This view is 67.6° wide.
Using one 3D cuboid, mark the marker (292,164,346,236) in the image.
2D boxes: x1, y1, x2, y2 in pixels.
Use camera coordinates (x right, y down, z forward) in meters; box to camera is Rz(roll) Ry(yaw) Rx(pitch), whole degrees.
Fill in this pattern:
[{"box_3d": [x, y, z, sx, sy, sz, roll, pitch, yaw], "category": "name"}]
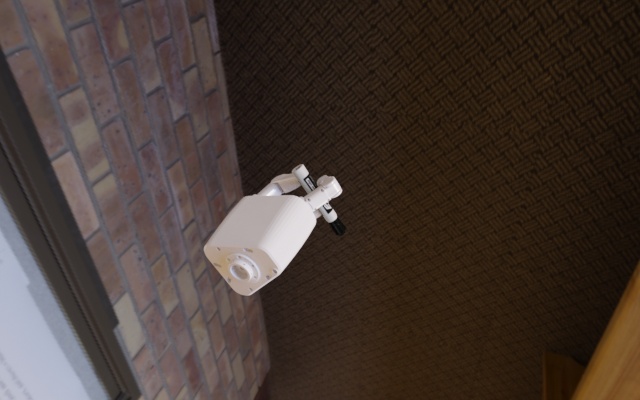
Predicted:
[{"box_3d": [0.000, 0.002, 0.678, 0.020, 0.121, 0.020, -30, 20, 12], "category": "marker"}]
